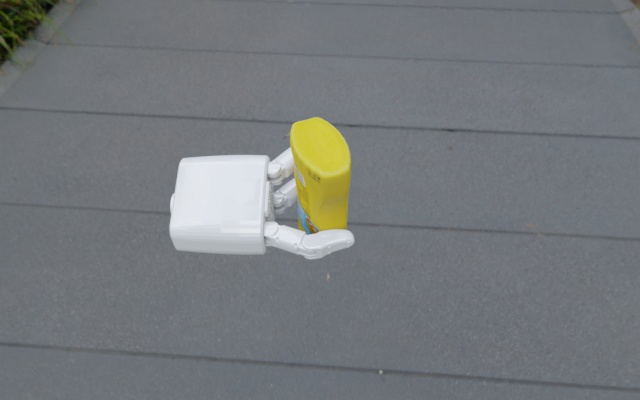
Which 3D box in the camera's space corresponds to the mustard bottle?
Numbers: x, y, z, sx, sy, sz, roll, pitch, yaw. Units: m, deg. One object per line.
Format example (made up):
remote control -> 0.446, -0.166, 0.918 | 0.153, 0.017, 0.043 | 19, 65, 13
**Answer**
mustard bottle -> 0.000, 0.002, 0.576 | 0.058, 0.096, 0.192 | -18, -39, -15
